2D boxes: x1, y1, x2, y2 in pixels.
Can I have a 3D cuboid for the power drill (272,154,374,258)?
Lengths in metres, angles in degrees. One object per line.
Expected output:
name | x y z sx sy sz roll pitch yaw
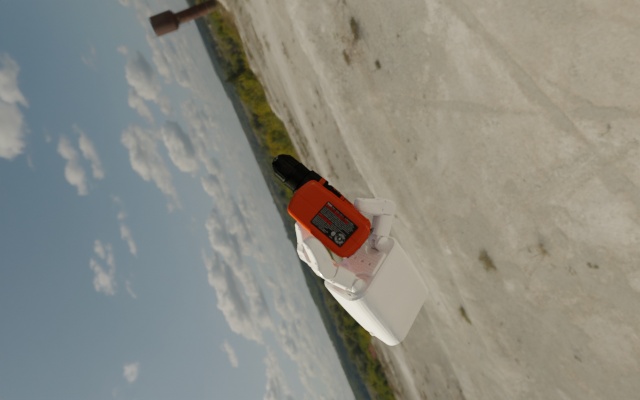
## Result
power drill | 0.000 0.002 0.668 0.184 0.057 0.187 39 7 -4
